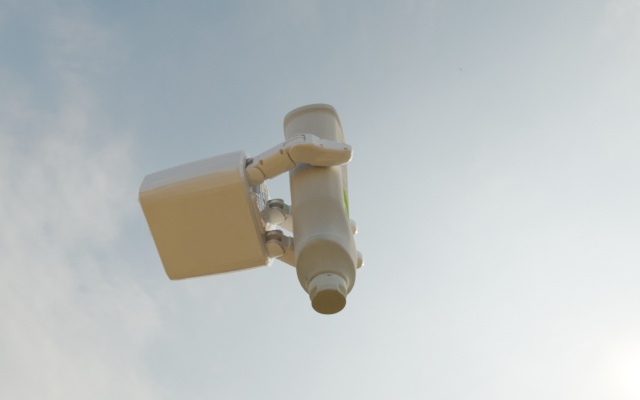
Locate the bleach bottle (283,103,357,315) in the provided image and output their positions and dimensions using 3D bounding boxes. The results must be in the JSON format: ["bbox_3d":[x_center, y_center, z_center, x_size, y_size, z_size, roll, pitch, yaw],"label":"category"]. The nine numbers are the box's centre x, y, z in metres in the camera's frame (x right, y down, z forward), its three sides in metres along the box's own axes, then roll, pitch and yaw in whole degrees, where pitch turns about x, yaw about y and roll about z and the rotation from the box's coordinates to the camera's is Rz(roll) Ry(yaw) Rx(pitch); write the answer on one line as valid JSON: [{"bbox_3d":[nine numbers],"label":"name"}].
[{"bbox_3d":[0.000,0.002,0.471,0.068,0.103,0.250,-12,35,6],"label":"bleach bottle"}]
